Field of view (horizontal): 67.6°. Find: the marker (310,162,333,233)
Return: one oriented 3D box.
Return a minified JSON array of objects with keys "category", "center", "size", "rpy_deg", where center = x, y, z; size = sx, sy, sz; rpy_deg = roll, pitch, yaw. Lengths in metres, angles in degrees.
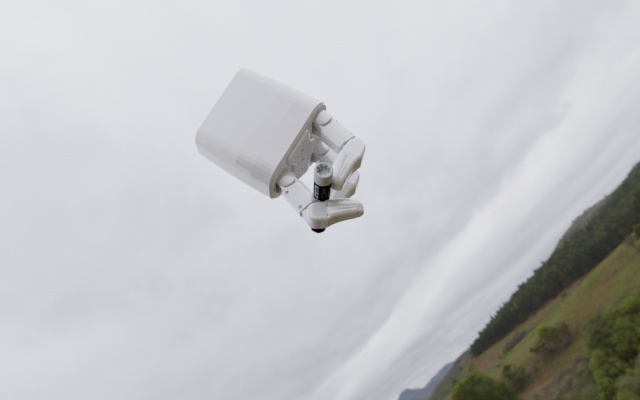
[{"category":"marker","center":[0.000,0.002,0.503],"size":[0.020,0.020,0.121],"rpy_deg":[0,-30,-3]}]
